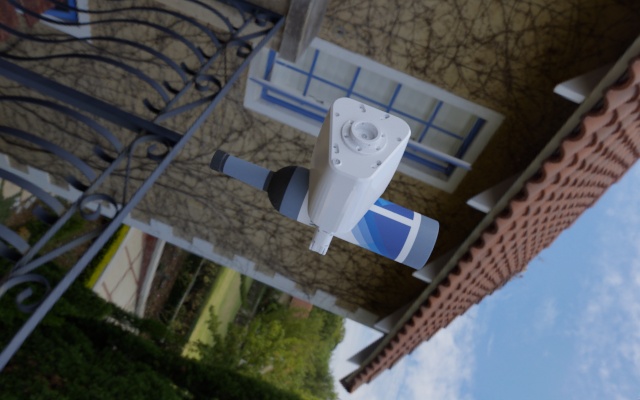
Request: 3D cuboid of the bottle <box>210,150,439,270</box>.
[{"bbox_3d":[0.000,0.002,0.611,0.296,0.069,0.069,22,0,1],"label":"bottle"}]
